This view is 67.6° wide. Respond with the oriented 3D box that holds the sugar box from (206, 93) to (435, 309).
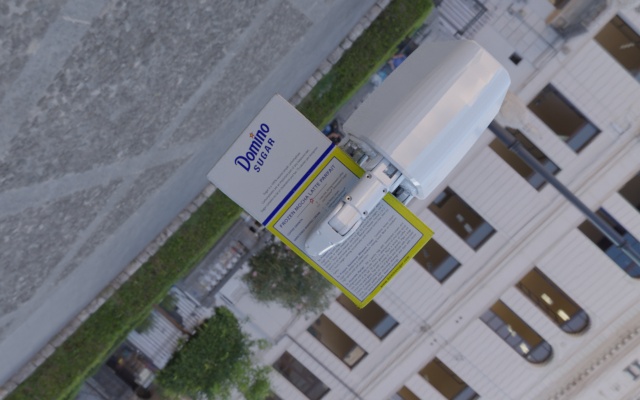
[{"bbox_3d":[0.000,0.001,0.413,0.176,0.093,0.048,42,5,-2],"label":"sugar box"}]
